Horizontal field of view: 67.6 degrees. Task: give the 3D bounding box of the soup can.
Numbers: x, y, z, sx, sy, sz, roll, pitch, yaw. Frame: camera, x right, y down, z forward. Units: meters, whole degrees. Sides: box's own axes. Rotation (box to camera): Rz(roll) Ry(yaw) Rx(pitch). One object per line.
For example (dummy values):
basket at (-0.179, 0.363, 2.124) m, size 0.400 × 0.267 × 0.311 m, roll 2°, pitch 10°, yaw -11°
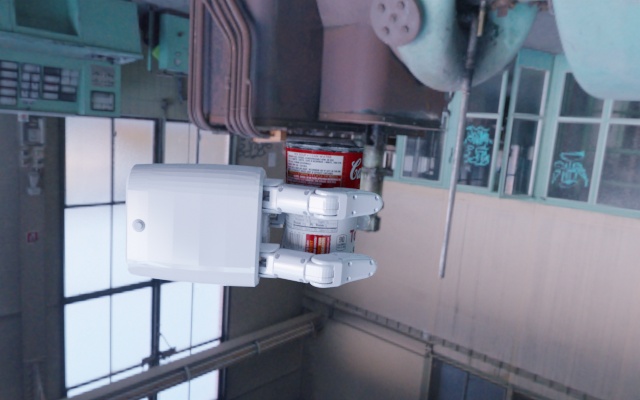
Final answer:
soup can at (0.001, 0.002, 0.421) m, size 0.068 × 0.102 × 0.068 m, roll 4°, pitch 9°, yaw -1°
